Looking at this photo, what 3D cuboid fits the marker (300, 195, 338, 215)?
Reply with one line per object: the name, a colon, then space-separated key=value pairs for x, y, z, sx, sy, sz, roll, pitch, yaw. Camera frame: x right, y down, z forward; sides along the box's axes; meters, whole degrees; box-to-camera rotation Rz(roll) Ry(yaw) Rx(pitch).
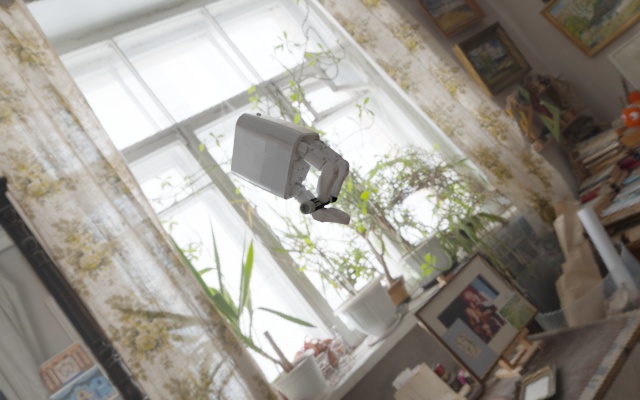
marker: x=0.000 y=0.002 z=0.720 sx=0.020 sy=0.020 sz=0.121 roll=0 pitch=9 yaw=21
